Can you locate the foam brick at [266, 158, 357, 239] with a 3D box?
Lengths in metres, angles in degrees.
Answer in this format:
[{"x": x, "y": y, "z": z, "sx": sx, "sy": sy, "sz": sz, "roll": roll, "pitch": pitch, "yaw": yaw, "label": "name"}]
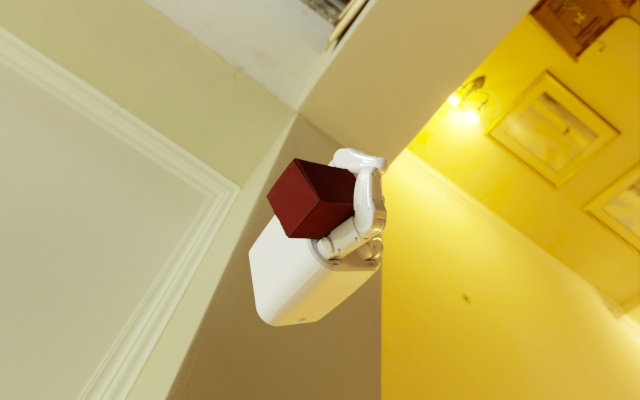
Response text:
[{"x": 0.000, "y": 0.001, "z": 0.442, "sx": 0.078, "sy": 0.053, "sz": 0.051, "roll": 8, "pitch": -47, "yaw": -46, "label": "foam brick"}]
